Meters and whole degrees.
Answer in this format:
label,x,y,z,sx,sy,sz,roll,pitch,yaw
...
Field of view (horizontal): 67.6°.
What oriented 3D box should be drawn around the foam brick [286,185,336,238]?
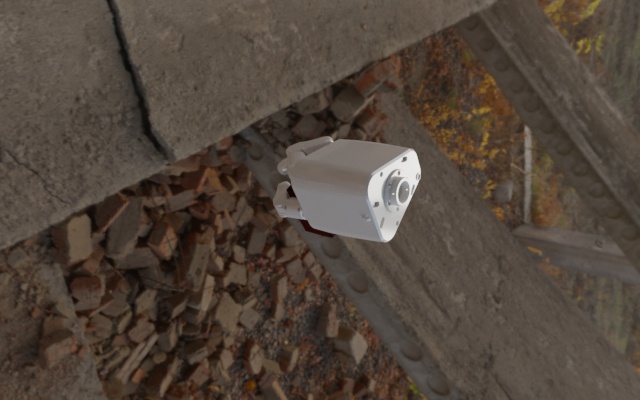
label,x,y,z,sx,sy,sz,roll,pitch,yaw
foam brick,0.000,0.002,0.638,0.051,0.078,0.053,11,47,39
